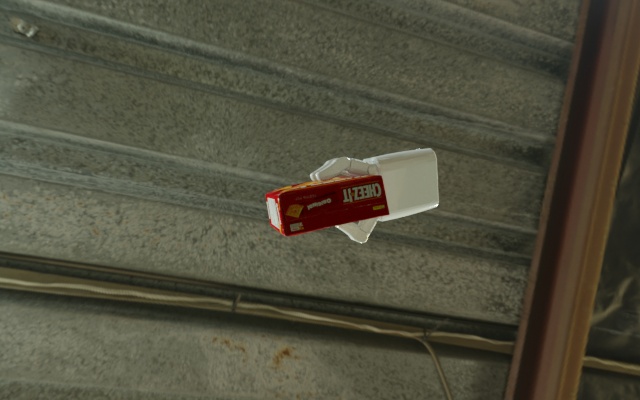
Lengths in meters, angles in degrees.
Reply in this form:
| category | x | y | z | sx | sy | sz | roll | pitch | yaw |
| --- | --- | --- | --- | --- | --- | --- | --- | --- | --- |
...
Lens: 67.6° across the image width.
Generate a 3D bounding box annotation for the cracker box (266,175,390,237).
| category | x | y | z | sx | sy | sz | roll | pitch | yaw |
| --- | --- | --- | --- | --- | --- | --- | --- | --- | --- |
| cracker box | 0.000 | 0.003 | 0.803 | 0.164 | 0.072 | 0.213 | -12 | 3 | -11 |
